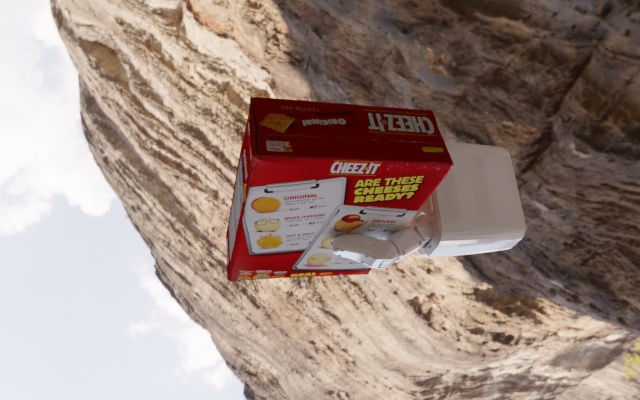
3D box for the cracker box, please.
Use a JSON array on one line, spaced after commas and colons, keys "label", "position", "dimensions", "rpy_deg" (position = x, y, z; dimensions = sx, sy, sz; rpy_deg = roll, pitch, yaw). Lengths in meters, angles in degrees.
[{"label": "cracker box", "position": [0.000, 0.002, 0.461], "dimensions": [0.164, 0.072, 0.214], "rpy_deg": [0, -34, -17]}]
